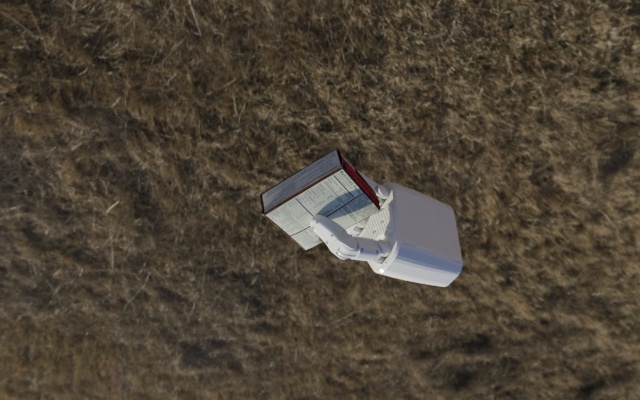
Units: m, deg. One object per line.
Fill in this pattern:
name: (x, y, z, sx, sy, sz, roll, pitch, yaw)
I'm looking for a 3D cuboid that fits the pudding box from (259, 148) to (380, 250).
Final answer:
pudding box: (0.000, 0.002, 0.559, 0.113, 0.039, 0.090, -31, -49, 16)
